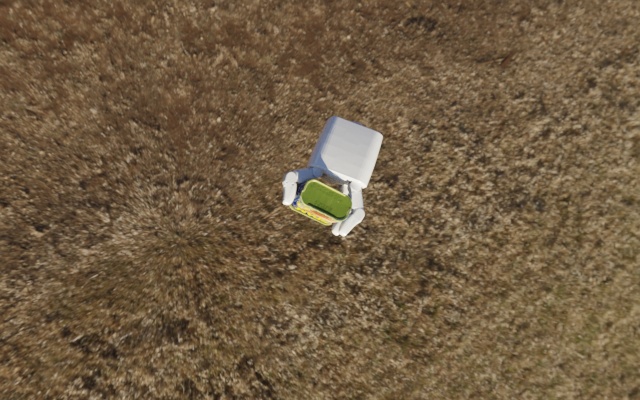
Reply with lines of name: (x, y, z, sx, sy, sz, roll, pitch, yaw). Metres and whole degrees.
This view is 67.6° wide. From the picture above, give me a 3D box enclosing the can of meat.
can of meat: (0.000, 0.003, 0.879, 0.102, 0.057, 0.084, 26, -12, -13)
